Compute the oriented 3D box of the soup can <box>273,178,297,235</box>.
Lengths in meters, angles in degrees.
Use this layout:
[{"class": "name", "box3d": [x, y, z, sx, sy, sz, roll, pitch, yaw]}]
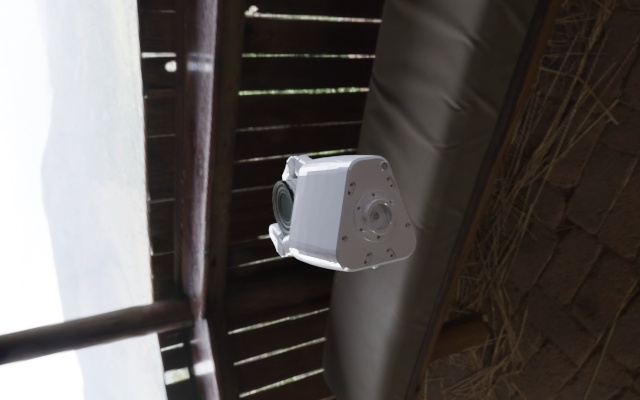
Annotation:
[{"class": "soup can", "box3d": [0.000, 0.002, 0.590, 0.102, 0.068, 0.068, -9, 4, -26]}]
